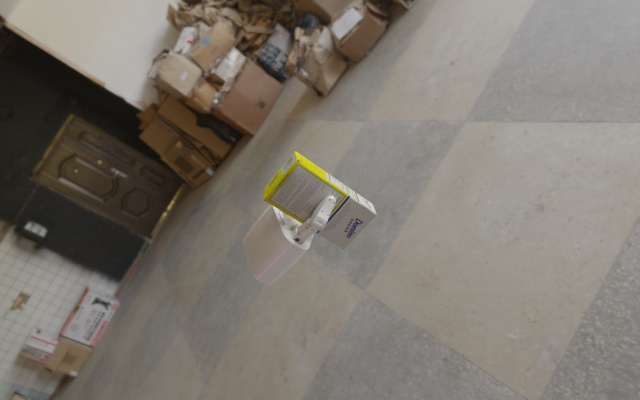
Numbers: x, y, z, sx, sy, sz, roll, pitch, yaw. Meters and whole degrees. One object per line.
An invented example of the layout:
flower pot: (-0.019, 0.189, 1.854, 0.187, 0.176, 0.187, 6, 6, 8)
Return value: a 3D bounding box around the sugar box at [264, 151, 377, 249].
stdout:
sugar box: (0.000, 0.002, 0.822, 0.176, 0.093, 0.048, 33, 21, -24)
